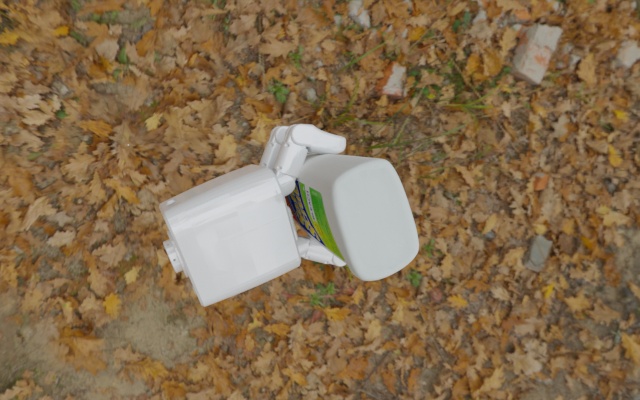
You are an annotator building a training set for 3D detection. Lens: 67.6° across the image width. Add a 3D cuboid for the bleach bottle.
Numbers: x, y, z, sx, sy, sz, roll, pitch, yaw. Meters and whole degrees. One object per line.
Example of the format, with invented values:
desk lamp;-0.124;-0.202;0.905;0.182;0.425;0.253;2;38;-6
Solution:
bleach bottle;0.000;0.002;0.500;0.068;0.102;0.251;-23;14;-18
